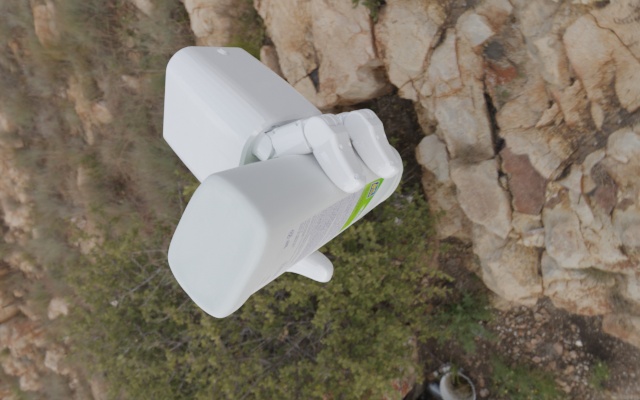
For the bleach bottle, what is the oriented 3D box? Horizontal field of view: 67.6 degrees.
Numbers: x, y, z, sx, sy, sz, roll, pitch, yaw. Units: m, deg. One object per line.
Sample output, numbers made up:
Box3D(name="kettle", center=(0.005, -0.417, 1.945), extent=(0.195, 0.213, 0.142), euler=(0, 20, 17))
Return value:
Box3D(name="bleach bottle", center=(0.000, 0.001, 0.402), extent=(0.068, 0.103, 0.251), euler=(44, 33, 16))
